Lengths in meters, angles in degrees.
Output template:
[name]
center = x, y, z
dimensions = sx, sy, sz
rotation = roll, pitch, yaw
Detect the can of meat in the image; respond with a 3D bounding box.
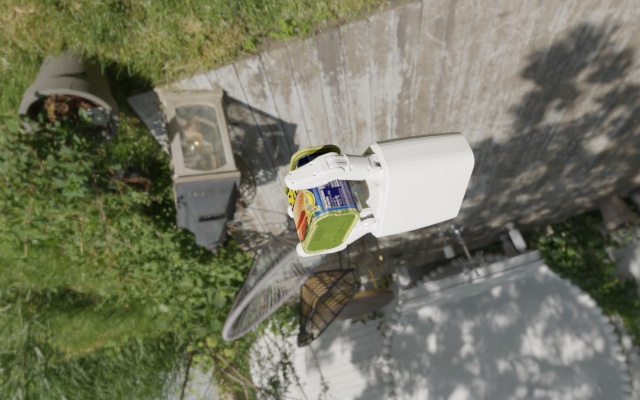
[can of meat]
center = 0.000, 0.002, 0.536
dimensions = 0.057, 0.084, 0.102
rotation = -9, -27, -18
